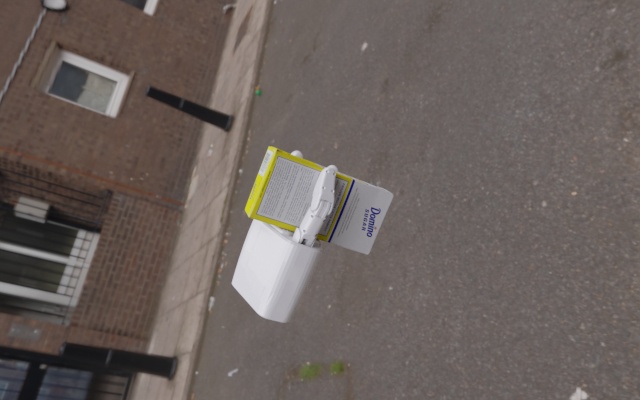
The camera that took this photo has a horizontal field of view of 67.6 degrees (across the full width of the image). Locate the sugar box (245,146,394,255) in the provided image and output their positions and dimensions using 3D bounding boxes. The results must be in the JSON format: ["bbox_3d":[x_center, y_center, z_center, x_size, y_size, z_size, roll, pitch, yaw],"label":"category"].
[{"bbox_3d":[0.000,0.002,0.632,0.176,0.093,0.048,20,8,-23],"label":"sugar box"}]
